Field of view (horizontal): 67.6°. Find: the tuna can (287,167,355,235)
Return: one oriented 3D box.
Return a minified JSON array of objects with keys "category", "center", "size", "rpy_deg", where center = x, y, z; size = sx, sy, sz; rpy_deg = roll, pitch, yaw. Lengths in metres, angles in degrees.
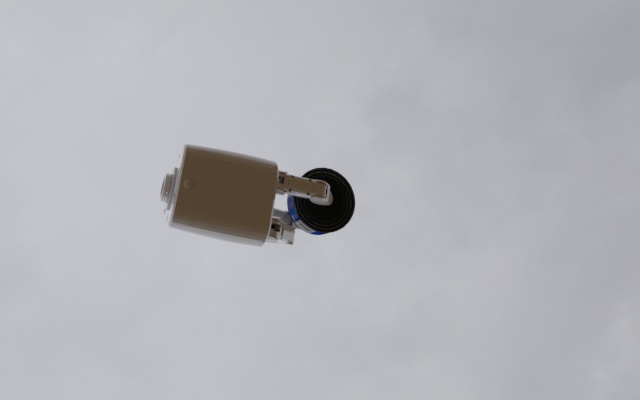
[{"category":"tuna can","center":[0.000,0.002,0.626],"size":[0.086,0.086,0.034],"rpy_deg":[0,-11,-23]}]
